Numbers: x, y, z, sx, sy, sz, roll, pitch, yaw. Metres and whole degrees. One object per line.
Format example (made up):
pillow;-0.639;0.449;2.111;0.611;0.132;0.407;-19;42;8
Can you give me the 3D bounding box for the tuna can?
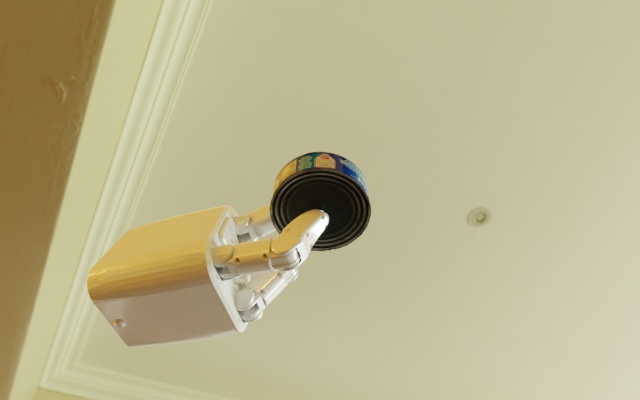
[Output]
tuna can;0.000;0.001;0.416;0.086;0.086;0.033;0;35;1
